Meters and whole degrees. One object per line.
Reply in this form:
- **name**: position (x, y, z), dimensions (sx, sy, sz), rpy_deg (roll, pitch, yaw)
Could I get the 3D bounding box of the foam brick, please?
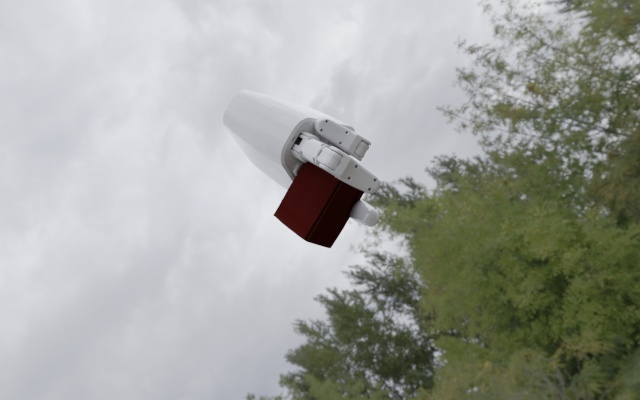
- **foam brick**: position (0.000, 0.002, 0.491), dimensions (0.051, 0.078, 0.053), rpy_deg (32, 2, 32)
